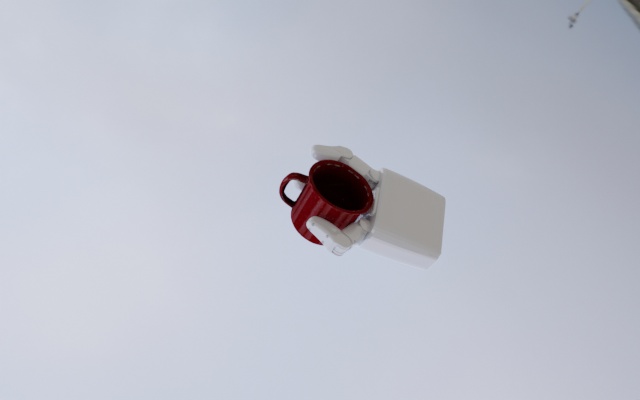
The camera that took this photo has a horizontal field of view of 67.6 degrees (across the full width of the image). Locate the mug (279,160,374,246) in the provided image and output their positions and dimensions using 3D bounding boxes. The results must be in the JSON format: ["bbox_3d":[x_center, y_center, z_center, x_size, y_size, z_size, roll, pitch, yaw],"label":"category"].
[{"bbox_3d":[-0.001,0.002,0.634,0.117,0.093,0.081,22,-49,-13],"label":"mug"}]
